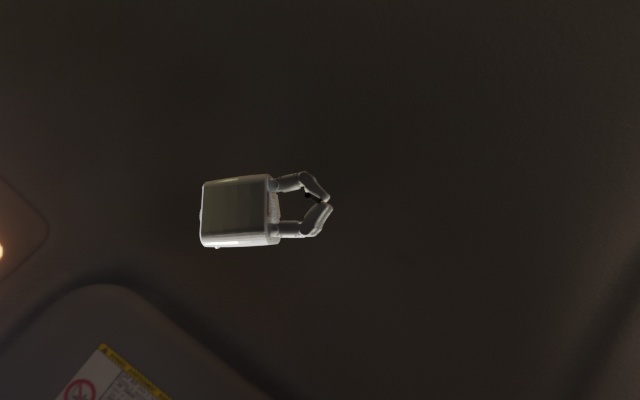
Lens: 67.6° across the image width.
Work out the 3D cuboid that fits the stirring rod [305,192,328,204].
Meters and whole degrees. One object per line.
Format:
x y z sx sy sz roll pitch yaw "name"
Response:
0.000 0.002 0.735 0.011 0.011 0.239 0 -5 8 "stirring rod"
